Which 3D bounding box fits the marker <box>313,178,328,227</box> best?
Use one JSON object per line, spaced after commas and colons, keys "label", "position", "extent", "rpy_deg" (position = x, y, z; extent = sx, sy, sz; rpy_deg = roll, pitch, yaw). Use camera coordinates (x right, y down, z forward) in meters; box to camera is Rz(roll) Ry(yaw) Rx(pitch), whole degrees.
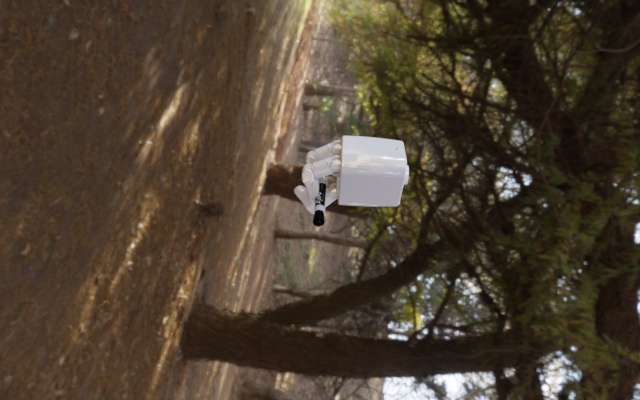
{"label": "marker", "position": [0.000, 0.003, 0.796], "extent": [0.020, 0.020, 0.121], "rpy_deg": [0, 35, 4]}
